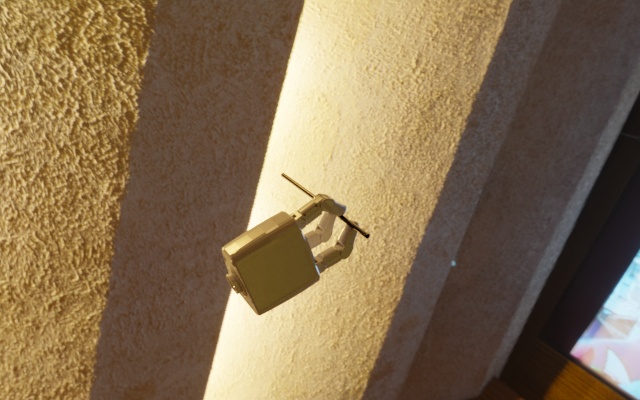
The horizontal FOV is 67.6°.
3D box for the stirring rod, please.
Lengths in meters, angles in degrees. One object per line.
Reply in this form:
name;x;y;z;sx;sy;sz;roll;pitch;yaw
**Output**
stirring rod;0.000;0.003;0.770;0.011;0.011;0.239;0;24;-38
